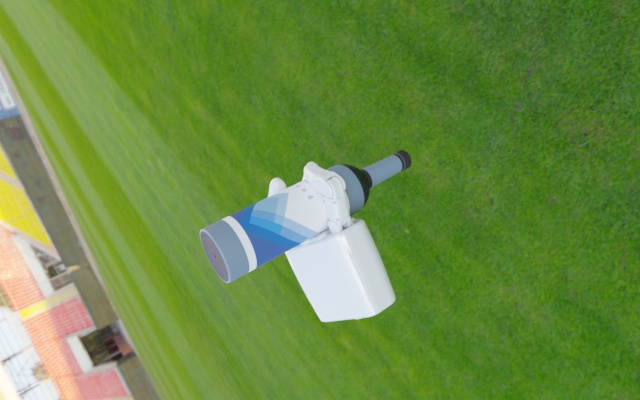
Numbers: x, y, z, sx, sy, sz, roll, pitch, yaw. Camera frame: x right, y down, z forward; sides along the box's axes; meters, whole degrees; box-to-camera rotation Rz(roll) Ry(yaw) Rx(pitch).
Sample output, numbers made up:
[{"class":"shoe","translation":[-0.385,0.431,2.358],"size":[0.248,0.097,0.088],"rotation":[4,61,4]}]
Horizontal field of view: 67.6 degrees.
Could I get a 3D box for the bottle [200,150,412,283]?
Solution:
[{"class":"bottle","translation":[0.000,0.002,0.589],"size":[0.295,0.069,0.069],"rotation":[-27,13,-28]}]
